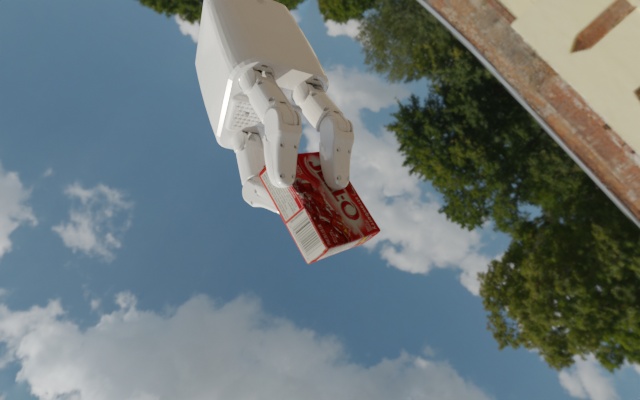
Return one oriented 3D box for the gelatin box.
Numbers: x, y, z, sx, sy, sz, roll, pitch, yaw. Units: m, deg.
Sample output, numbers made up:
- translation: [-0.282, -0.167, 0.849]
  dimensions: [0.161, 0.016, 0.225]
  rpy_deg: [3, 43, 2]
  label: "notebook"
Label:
- translation: [0.000, 0.002, 0.400]
  dimensions: [0.073, 0.089, 0.030]
  rpy_deg: [-12, -23, -49]
  label: "gelatin box"
